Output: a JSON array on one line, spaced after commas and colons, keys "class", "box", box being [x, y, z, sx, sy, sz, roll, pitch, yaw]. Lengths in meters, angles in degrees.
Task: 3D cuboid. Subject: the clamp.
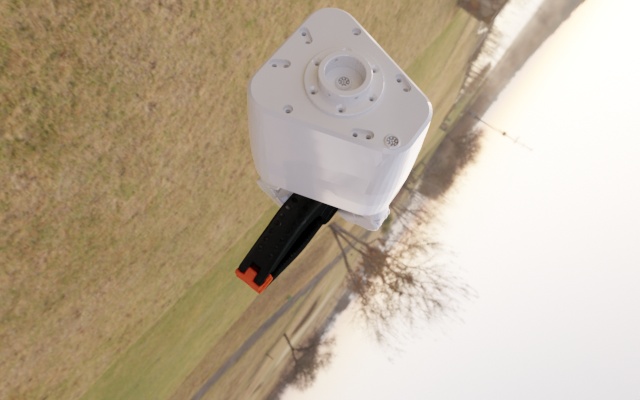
[{"class": "clamp", "box": [0.000, 0.002, 0.457, 0.036, 0.210, 0.165, 36, -18, 11]}]
